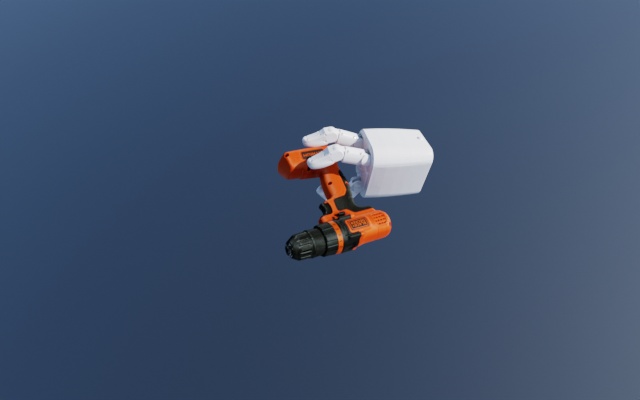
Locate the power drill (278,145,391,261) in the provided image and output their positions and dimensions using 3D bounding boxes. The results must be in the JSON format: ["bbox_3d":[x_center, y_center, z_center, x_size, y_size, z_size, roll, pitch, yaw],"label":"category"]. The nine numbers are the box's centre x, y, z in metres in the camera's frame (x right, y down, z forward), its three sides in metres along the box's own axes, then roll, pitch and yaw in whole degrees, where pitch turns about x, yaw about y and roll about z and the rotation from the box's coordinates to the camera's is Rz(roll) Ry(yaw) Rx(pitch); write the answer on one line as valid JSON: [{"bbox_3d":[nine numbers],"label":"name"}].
[{"bbox_3d":[0.000,0.002,0.772,0.184,0.187,0.057,-12,-30,-30],"label":"power drill"}]
